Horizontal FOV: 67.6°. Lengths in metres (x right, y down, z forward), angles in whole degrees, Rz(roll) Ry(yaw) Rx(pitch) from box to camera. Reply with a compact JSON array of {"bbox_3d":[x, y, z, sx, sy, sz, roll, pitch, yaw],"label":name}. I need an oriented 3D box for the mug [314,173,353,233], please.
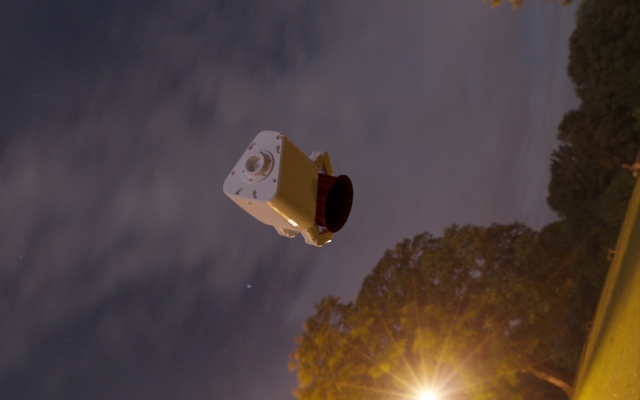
[{"bbox_3d":[0.001,0.003,0.776,0.081,0.093,0.117,13,-18,30],"label":"mug"}]
